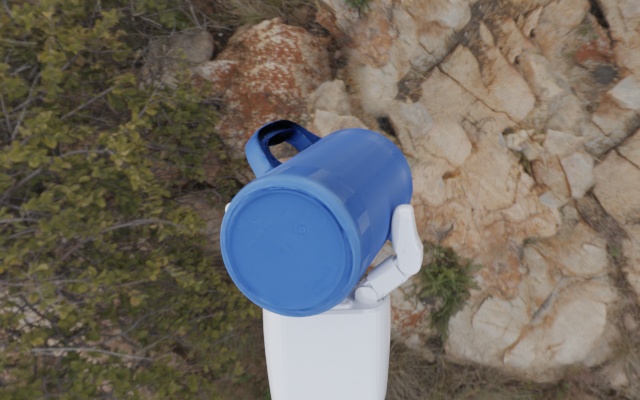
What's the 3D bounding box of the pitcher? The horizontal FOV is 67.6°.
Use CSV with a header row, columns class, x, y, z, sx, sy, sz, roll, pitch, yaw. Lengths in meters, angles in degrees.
class,x,y,z,sx,sy,sz,roll,pitch,yaw
pitcher,0.000,0.002,0.444,0.149,0.145,0.242,2,13,16
